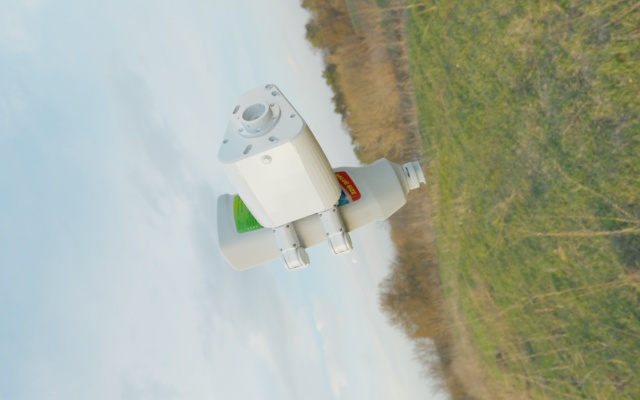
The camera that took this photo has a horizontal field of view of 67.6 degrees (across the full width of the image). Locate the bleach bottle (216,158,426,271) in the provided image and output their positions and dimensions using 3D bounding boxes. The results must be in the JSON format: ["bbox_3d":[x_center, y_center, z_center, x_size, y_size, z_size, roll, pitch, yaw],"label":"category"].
[{"bbox_3d":[0.000,0.002,0.582,0.251,0.102,0.068,-20,-43,8],"label":"bleach bottle"}]
